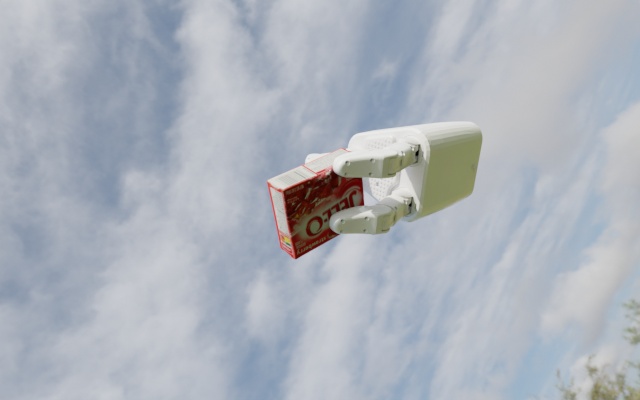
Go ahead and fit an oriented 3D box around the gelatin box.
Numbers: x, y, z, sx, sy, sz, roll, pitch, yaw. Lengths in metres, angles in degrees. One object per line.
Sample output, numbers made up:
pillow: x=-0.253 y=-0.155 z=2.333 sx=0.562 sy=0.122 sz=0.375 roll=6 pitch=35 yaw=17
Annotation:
gelatin box: x=0.000 y=0.001 z=0.440 sx=0.089 sy=0.073 sz=0.030 roll=-26 pitch=35 yaw=-28
